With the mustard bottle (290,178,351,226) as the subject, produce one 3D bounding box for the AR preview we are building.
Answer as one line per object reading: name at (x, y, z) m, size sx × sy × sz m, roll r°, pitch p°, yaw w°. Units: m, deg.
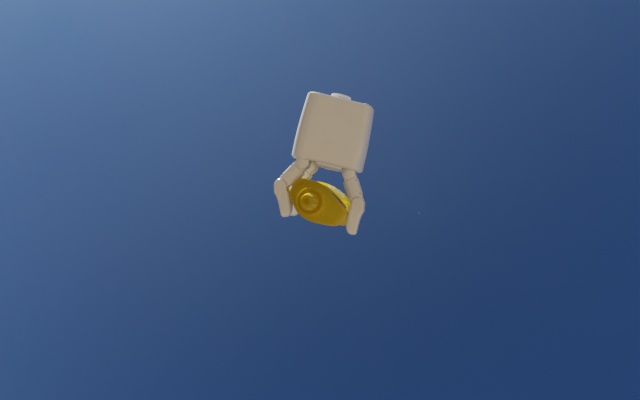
mustard bottle at (0.000, 0.003, 0.768) m, size 0.096 × 0.058 × 0.191 m, roll 38°, pitch 6°, yaw 10°
